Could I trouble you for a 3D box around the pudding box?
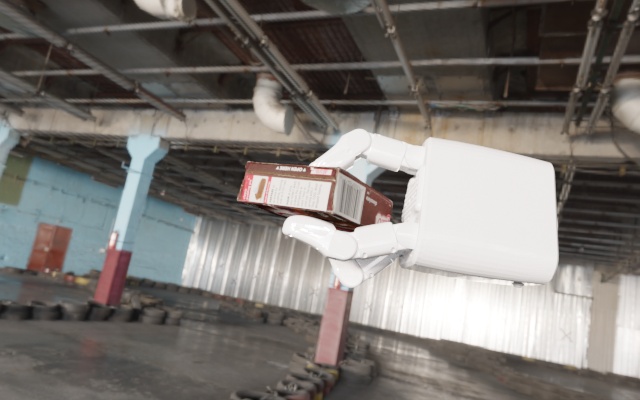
[{"bbox_3d":[0.000,0.001,0.408,0.090,0.039,0.113,5,-12,30],"label":"pudding box"}]
